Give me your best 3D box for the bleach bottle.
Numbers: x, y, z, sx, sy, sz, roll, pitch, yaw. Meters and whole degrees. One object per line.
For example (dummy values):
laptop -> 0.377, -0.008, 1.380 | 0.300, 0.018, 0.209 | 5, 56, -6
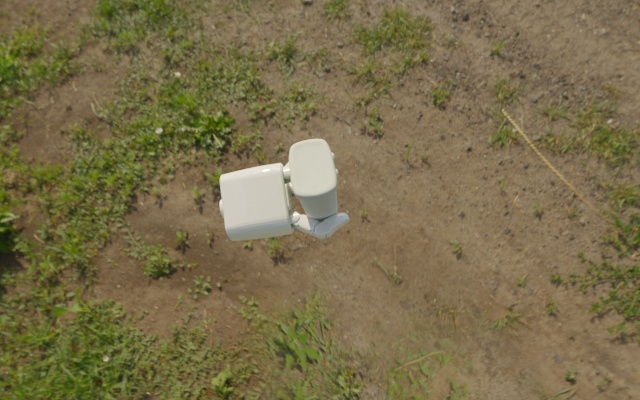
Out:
bleach bottle -> 0.000, 0.003, 0.810 | 0.068, 0.102, 0.251 | -10, -26, 2
